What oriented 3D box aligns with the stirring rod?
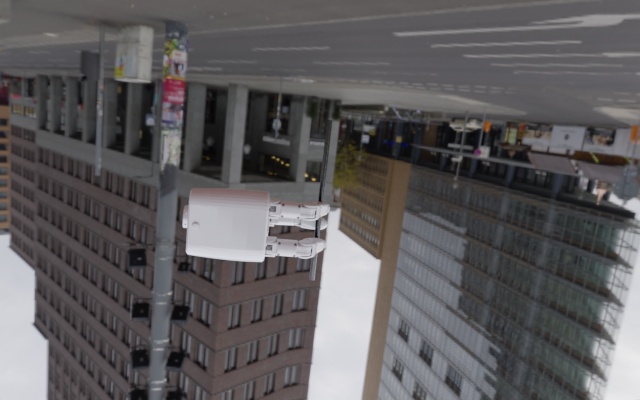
[{"bbox_3d":[0.000,0.002,0.704,0.011,0.239,0.011,6,10,-1],"label":"stirring rod"}]
